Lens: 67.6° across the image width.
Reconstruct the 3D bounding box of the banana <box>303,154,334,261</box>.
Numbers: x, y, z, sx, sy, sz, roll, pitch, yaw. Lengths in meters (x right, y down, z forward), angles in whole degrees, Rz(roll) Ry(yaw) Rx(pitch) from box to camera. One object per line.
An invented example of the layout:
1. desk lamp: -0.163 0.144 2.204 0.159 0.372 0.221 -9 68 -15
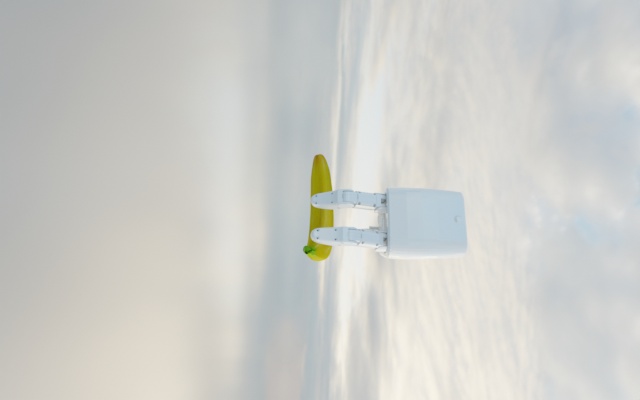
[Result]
1. banana: 0.001 0.018 0.694 0.037 0.197 0.070 0 -45 4
